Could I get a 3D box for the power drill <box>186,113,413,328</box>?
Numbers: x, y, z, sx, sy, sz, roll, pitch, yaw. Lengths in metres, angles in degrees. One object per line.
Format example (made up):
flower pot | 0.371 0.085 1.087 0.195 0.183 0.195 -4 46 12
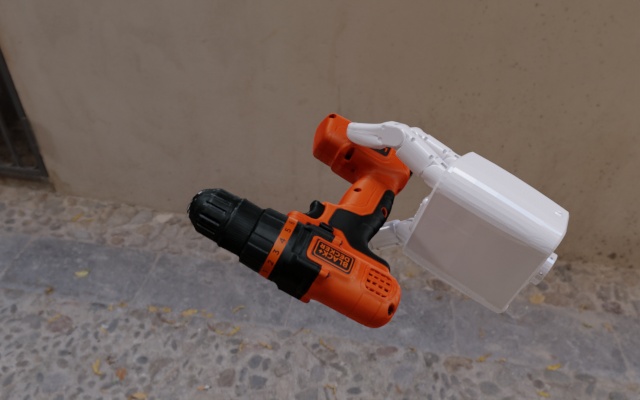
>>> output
power drill | 0.000 0.001 0.430 0.184 0.187 0.057 30 -42 -3
